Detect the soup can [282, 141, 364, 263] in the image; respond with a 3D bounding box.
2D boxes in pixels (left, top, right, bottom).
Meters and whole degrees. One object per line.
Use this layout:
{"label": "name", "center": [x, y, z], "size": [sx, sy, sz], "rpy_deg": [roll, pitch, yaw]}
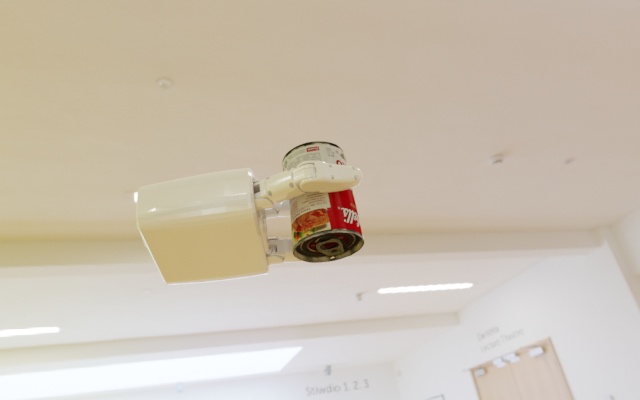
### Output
{"label": "soup can", "center": [0.001, 0.001, 0.471], "size": [0.068, 0.102, 0.068], "rpy_deg": [-8, -29, -4]}
